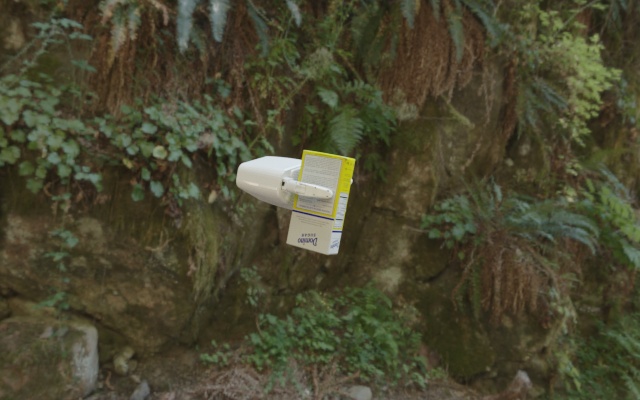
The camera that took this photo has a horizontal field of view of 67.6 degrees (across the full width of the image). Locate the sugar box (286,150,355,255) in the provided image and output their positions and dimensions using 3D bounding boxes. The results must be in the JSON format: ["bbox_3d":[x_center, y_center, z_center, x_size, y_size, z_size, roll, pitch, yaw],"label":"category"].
[{"bbox_3d":[0.000,0.003,0.869,0.093,0.176,0.048,13,5,31],"label":"sugar box"}]
